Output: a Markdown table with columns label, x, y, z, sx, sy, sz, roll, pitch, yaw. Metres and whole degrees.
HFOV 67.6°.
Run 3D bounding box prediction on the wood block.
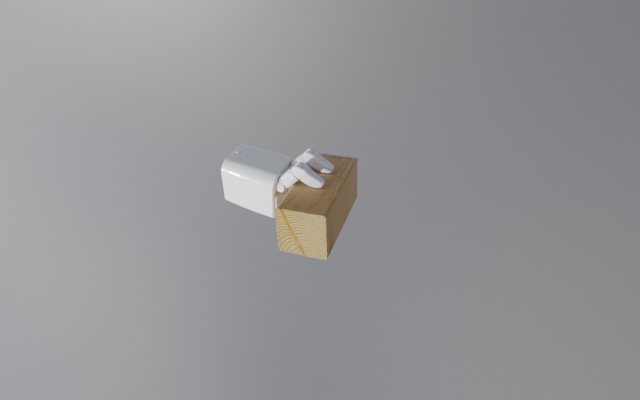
| label | x | y | z | sx | sy | sz | roll | pitch | yaw |
| --- | --- | --- | --- | --- | --- | --- | --- | --- | --- |
| wood block | 0.000 | 0.003 | 0.864 | 0.090 | 0.091 | 0.206 | 9 | 34 | 16 |
